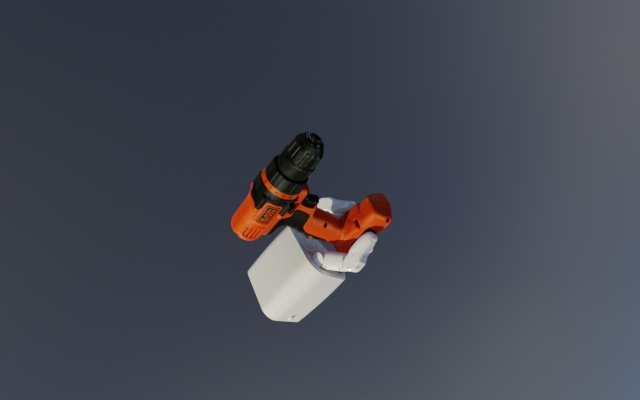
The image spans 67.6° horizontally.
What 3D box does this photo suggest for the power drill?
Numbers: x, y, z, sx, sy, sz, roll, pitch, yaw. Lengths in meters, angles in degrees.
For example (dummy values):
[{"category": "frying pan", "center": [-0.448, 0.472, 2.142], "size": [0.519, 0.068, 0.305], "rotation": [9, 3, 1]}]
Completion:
[{"category": "power drill", "center": [0.000, 0.002, 0.628], "size": [0.188, 0.057, 0.184], "rotation": [20, -48, -29]}]
